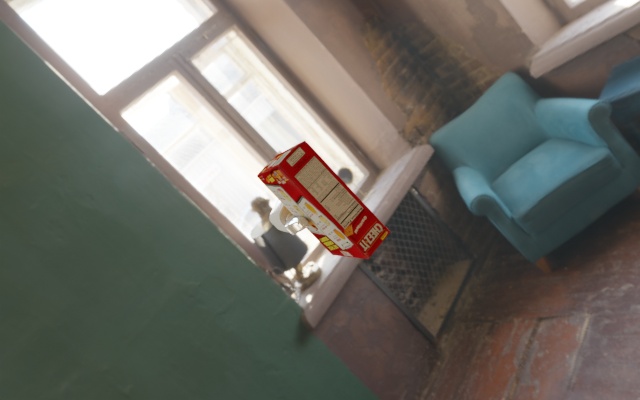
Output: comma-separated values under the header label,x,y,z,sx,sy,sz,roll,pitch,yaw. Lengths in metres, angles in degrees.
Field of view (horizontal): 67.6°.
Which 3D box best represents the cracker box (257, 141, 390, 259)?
label,x,y,z,sx,sy,sz,roll,pitch,yaw
cracker box,0.000,0.003,0.833,0.214,0.072,0.164,46,-16,-12
